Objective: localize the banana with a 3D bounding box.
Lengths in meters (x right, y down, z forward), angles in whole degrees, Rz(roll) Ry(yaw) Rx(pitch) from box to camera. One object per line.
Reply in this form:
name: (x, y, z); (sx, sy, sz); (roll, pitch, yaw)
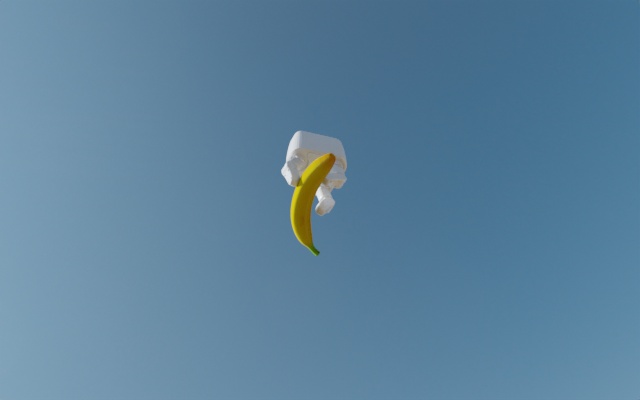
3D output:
banana: (-0.018, 0.001, 0.854); (0.069, 0.198, 0.037); (14, 25, 12)
